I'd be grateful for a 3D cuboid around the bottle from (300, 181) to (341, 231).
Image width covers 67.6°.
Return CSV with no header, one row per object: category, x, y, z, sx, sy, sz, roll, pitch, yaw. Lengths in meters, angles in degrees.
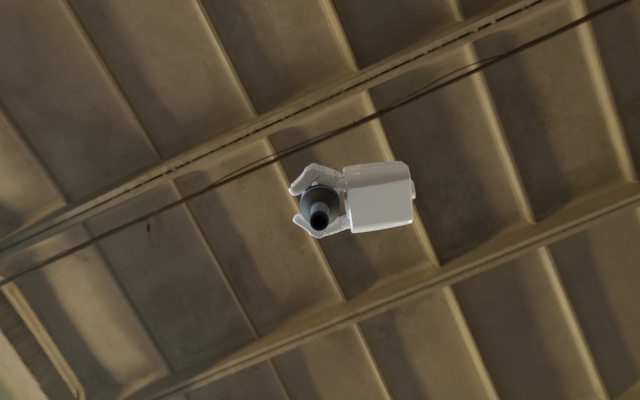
bottle,0.000,0.003,0.811,0.069,0.069,0.295,0,11,1
